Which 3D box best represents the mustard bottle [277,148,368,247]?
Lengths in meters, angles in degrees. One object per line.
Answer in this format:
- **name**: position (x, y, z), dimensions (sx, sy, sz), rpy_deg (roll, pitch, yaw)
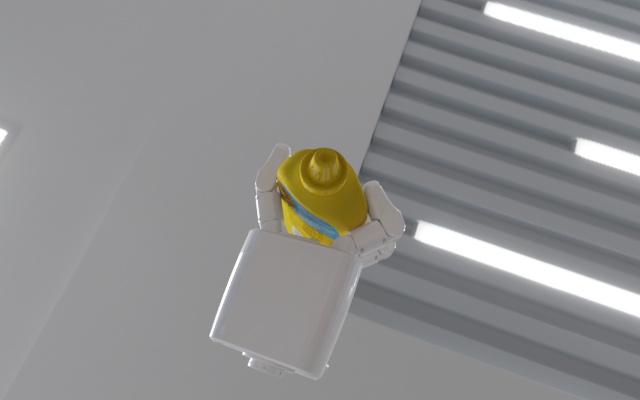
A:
- **mustard bottle**: position (0.000, 0.001, 0.467), dimensions (0.096, 0.058, 0.192), rpy_deg (42, -17, 14)
